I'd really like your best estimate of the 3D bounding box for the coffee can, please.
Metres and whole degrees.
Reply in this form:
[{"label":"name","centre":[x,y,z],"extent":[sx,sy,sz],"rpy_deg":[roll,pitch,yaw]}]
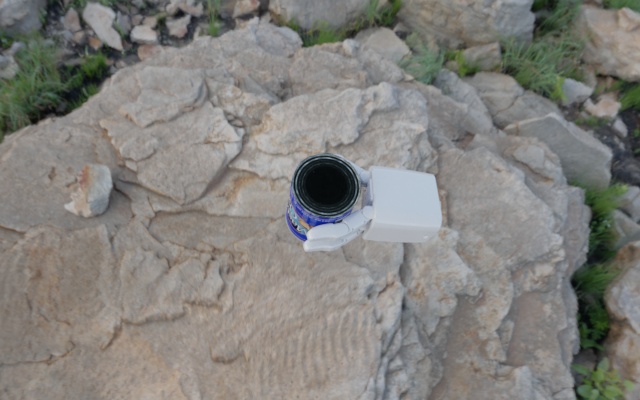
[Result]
[{"label":"coffee can","centre":[0.000,0.002,0.754],"extent":[0.103,0.102,0.140],"rpy_deg":[0,-21,-8]}]
